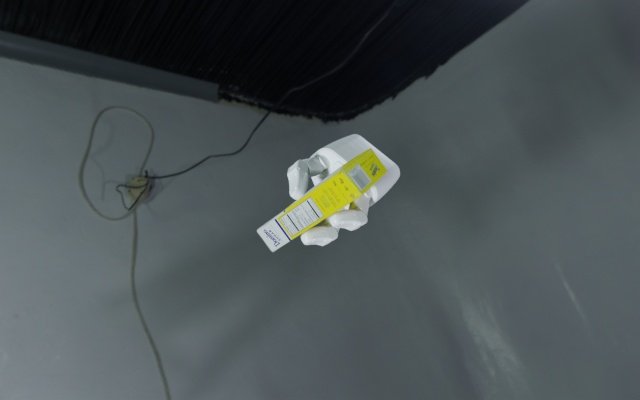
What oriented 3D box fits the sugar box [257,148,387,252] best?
[{"bbox_3d":[0.001,0.002,0.651,0.176,0.048,0.093,-37,0,37],"label":"sugar box"}]
